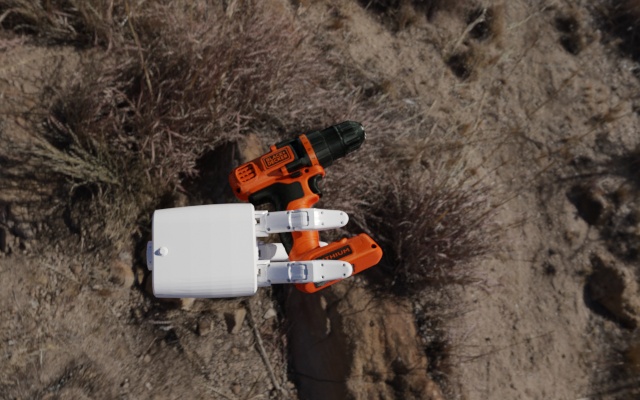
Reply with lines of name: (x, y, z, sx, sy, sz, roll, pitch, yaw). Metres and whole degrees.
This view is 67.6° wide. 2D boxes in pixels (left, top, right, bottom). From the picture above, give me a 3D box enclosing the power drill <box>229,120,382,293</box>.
power drill: (0.000, 0.002, 0.579, 0.184, 0.187, 0.057, -25, -26, -3)
